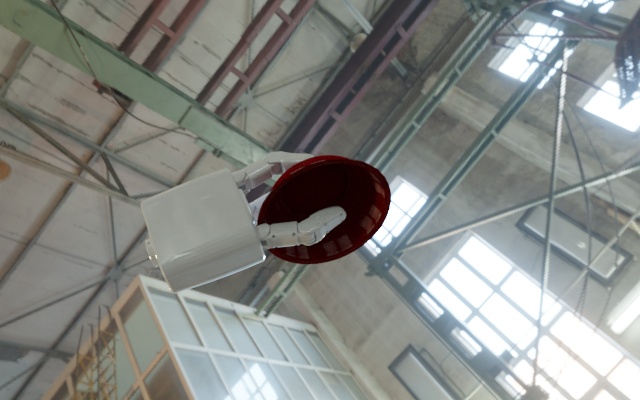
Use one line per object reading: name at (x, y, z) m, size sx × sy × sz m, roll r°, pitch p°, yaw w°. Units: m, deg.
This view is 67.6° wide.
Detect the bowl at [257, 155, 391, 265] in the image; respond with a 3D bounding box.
bowl at (0.001, 0.001, 0.571) m, size 0.162 × 0.162 × 0.055 m, roll 0°, pitch 40°, yaw -20°
